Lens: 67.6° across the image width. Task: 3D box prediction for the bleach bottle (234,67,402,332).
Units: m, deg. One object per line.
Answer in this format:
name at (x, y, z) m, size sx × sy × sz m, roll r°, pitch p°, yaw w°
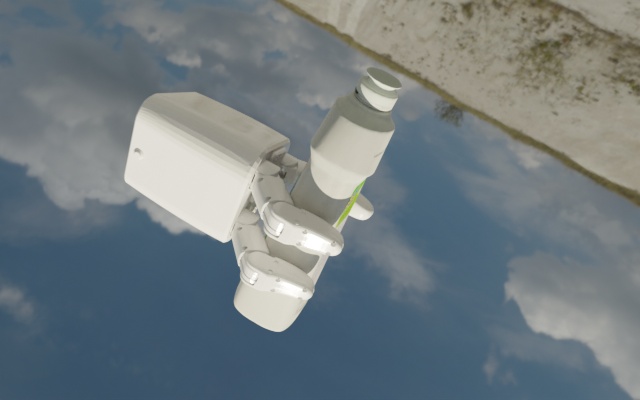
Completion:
bleach bottle at (0.000, 0.001, 0.415) m, size 0.068 × 0.251 × 0.102 m, roll 29°, pitch 33°, yaw 3°
